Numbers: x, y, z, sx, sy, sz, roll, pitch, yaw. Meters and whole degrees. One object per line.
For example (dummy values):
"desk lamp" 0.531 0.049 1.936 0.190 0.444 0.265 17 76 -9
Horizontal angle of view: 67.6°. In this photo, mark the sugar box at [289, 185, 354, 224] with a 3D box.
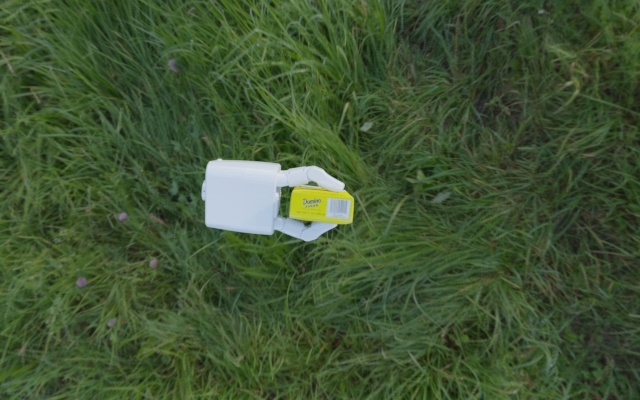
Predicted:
"sugar box" 0.000 0.002 0.772 0.093 0.048 0.176 6 7 -2
